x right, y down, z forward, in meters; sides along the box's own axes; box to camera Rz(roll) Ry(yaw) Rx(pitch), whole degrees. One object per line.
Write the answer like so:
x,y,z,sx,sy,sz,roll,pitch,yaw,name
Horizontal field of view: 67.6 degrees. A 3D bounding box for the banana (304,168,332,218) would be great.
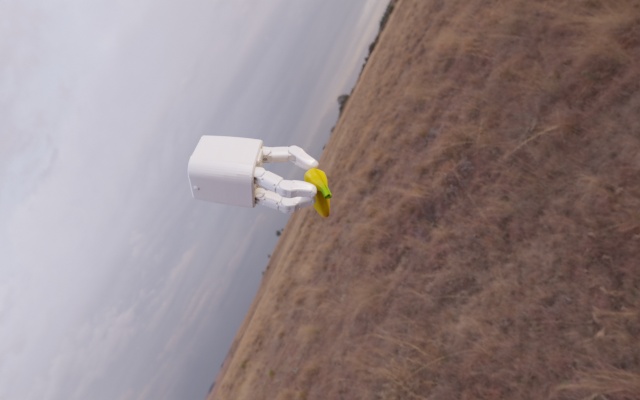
-0.004,-0.016,0.843,0.037,0.069,0.198,-14,-10,-1,banana
